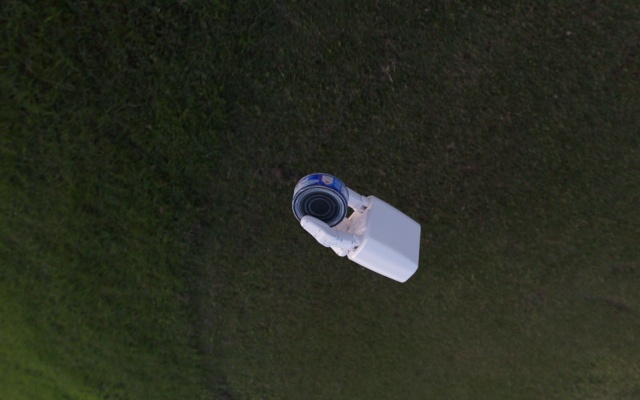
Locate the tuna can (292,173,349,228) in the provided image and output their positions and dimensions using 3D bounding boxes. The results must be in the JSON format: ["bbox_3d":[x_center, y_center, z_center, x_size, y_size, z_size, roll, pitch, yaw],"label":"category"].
[{"bbox_3d":[0.000,0.003,0.727,0.086,0.086,0.033,0,36,7],"label":"tuna can"}]
